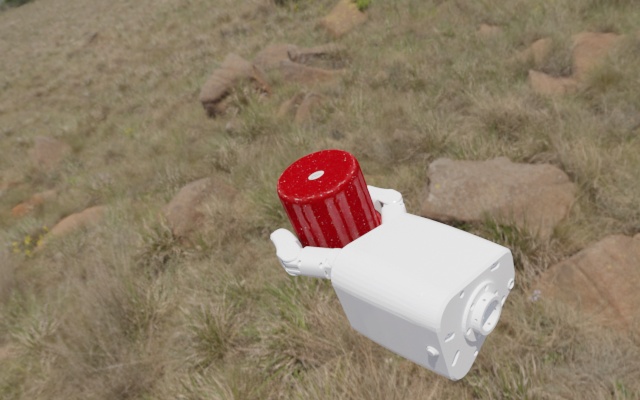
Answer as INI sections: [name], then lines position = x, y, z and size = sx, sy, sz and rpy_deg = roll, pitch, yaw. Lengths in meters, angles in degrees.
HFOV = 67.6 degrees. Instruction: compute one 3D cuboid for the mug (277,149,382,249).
[mug]
position = -0.001, 0.001, 0.474
size = 0.117, 0.081, 0.093
rpy_deg = 19, 52, 44
